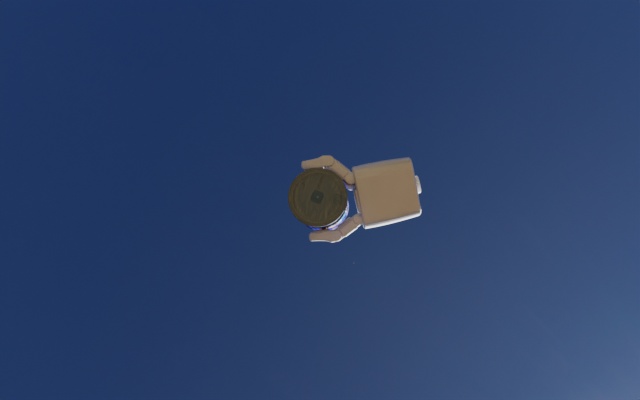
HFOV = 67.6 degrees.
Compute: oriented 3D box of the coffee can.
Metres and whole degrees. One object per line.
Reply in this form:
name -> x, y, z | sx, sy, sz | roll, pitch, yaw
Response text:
coffee can -> 0.000, 0.003, 0.883 | 0.103, 0.103, 0.140 | 0, -7, 4
